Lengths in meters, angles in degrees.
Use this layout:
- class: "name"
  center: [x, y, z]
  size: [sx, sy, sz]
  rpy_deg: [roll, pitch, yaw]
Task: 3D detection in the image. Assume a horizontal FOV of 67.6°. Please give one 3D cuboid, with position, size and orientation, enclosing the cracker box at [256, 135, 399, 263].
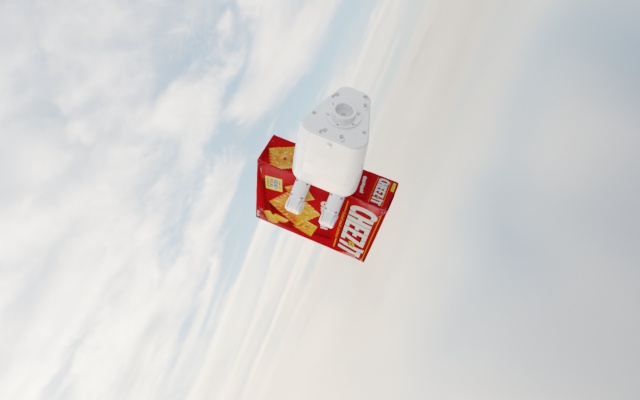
- class: "cracker box"
  center: [0.000, 0.002, 0.790]
  size: [0.213, 0.072, 0.164]
  rpy_deg: [23, -35, 6]
